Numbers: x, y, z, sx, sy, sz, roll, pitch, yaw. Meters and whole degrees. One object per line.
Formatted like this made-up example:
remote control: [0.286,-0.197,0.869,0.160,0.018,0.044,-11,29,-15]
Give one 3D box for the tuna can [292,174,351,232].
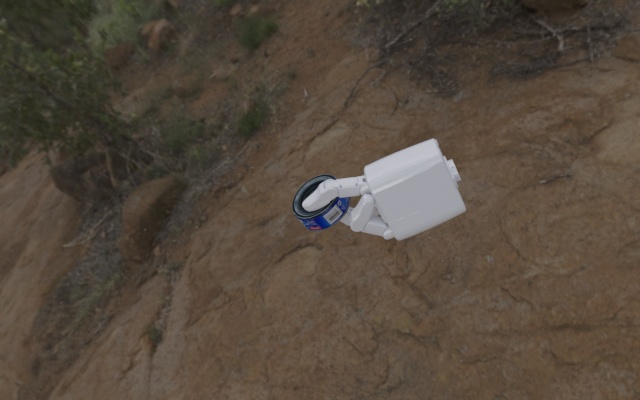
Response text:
tuna can: [0.000,0.002,0.719,0.086,0.086,0.034,0,-36,39]
